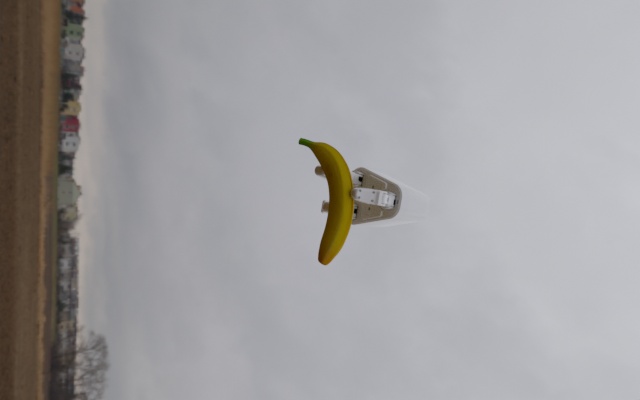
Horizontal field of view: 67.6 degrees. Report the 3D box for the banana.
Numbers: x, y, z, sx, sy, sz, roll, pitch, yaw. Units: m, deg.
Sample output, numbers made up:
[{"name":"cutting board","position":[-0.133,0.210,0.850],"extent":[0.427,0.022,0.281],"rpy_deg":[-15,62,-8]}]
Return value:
[{"name":"banana","position":[0.017,-0.005,0.710],"extent":[0.069,0.197,0.037],"rpy_deg":[-14,-15,16]}]
